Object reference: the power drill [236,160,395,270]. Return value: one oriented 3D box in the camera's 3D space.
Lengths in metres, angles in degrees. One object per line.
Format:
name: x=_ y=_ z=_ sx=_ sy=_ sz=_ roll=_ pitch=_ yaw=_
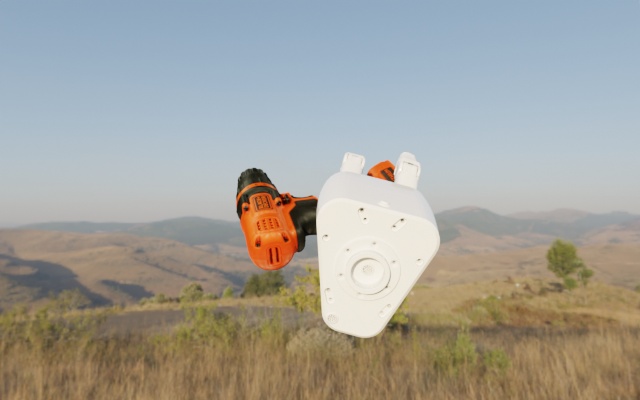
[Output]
power drill: x=0.001 y=0.002 z=0.537 sx=0.187 sy=0.057 sz=0.184 roll=-10 pitch=31 yaw=-10
